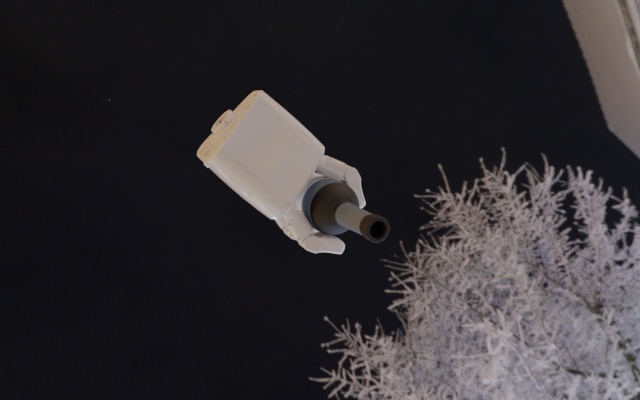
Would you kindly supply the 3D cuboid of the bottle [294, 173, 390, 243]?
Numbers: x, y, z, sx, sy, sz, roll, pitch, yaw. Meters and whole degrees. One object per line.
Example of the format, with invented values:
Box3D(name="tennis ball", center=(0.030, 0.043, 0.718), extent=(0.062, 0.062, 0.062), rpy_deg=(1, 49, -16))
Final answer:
Box3D(name="bottle", center=(0.000, 0.002, 0.614), extent=(0.069, 0.069, 0.295), rpy_deg=(0, 11, -24))
